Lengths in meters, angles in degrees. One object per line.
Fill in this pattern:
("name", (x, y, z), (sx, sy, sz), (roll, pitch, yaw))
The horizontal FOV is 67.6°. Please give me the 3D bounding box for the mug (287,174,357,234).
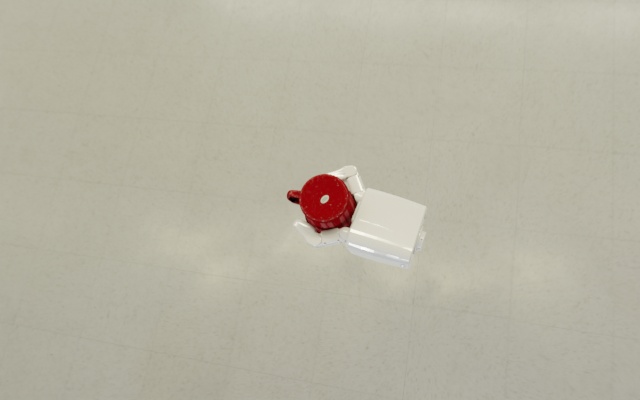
("mug", (-0.001, 0.002, 0.788), (0.117, 0.093, 0.081), (15, -12, 13))
